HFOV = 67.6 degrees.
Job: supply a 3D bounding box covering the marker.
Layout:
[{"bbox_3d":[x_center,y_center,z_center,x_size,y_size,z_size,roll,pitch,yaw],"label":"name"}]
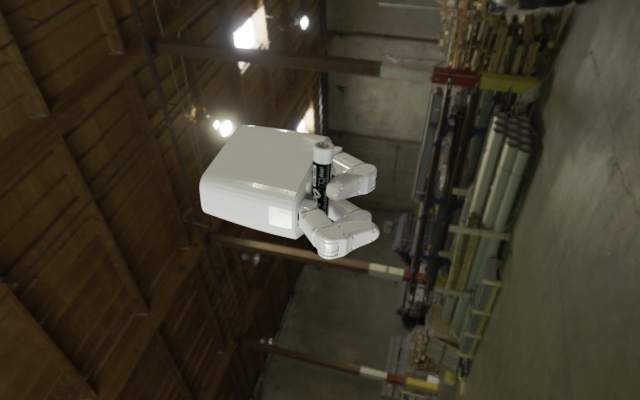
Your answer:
[{"bbox_3d":[0.000,0.002,0.464,0.020,0.121,0.020,2,31,-1],"label":"marker"}]
